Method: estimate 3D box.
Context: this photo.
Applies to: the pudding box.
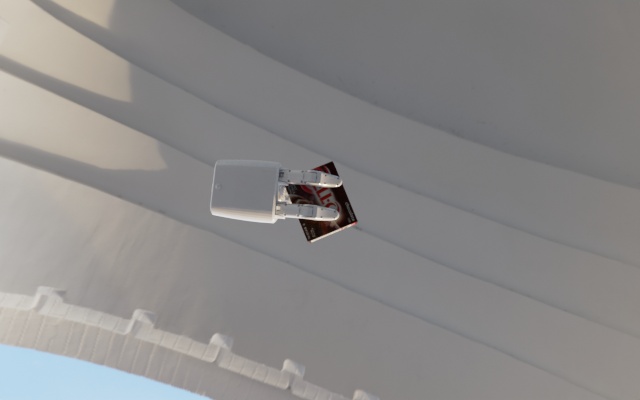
[{"bbox_3d":[0.000,0.003,0.796,0.090,0.113,0.039,-23,-6,-1],"label":"pudding box"}]
